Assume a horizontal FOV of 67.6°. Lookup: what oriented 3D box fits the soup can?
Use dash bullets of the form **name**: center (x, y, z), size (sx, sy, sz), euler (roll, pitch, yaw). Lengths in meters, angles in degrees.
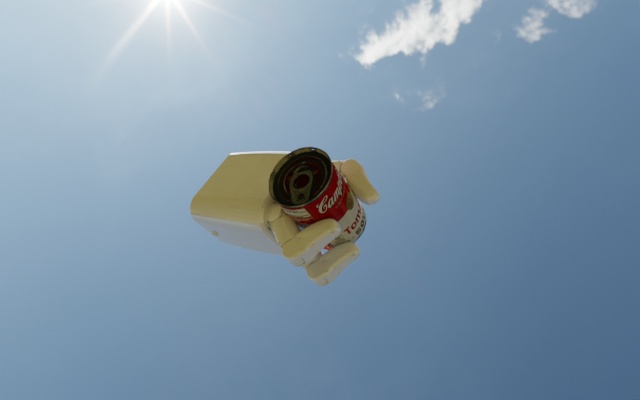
- **soup can**: center (0.001, 0.002, 0.493), size (0.068, 0.068, 0.102), euler (0, -30, 27)
